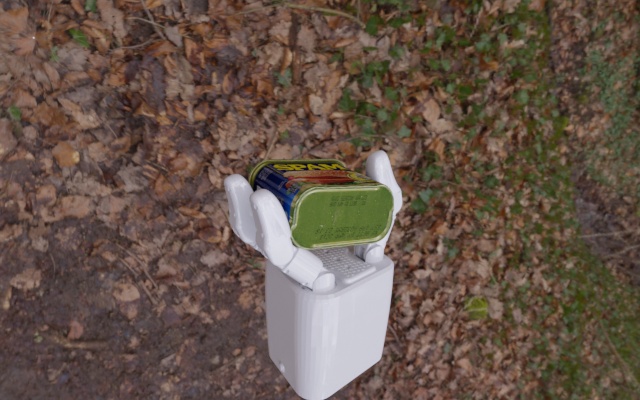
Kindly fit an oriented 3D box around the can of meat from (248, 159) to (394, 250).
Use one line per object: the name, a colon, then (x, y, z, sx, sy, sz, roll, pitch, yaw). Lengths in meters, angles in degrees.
can of meat: (0.000, 0.001, 0.409, 0.102, 0.057, 0.084, -3, 19, -30)
